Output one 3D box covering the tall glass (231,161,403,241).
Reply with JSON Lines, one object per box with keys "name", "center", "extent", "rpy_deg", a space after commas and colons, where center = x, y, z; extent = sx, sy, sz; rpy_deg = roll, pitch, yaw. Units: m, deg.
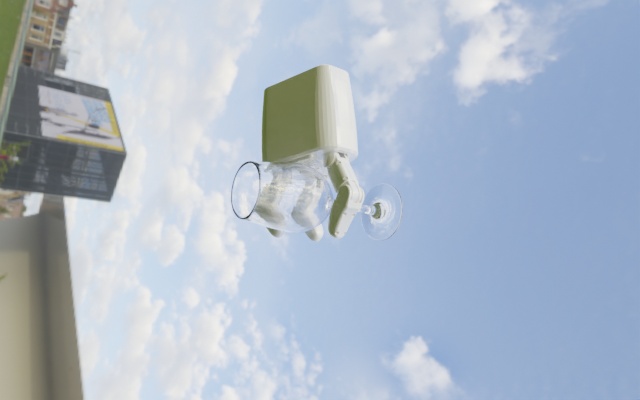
{"name": "tall glass", "center": [0.001, 0.002, 0.554], "extent": [0.201, 0.079, 0.079], "rpy_deg": [9, -5, -37]}
